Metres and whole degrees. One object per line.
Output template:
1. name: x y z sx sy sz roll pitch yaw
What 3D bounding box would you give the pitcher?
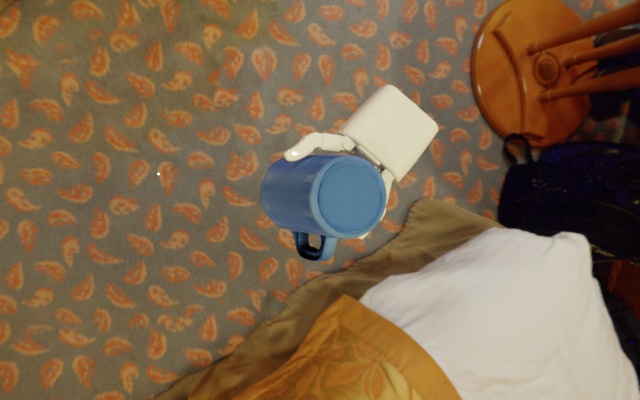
1. pitcher: 0.000 0.002 0.716 0.149 0.145 0.243 46 -12 -15
